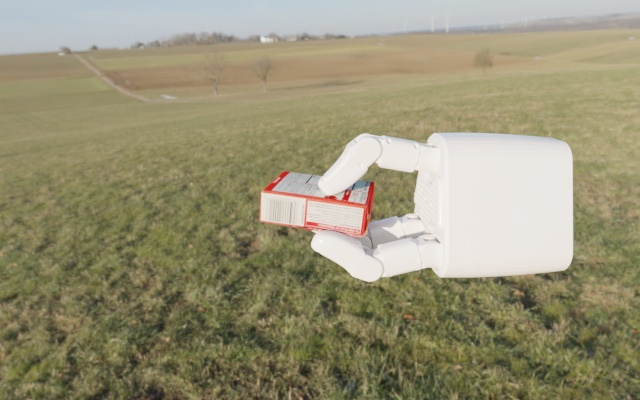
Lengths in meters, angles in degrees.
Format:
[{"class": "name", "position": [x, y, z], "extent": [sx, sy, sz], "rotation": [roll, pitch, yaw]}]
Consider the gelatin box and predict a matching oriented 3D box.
[{"class": "gelatin box", "position": [0.000, 0.001, 0.412], "extent": [0.089, 0.030, 0.073], "rotation": [8, 18, 7]}]
